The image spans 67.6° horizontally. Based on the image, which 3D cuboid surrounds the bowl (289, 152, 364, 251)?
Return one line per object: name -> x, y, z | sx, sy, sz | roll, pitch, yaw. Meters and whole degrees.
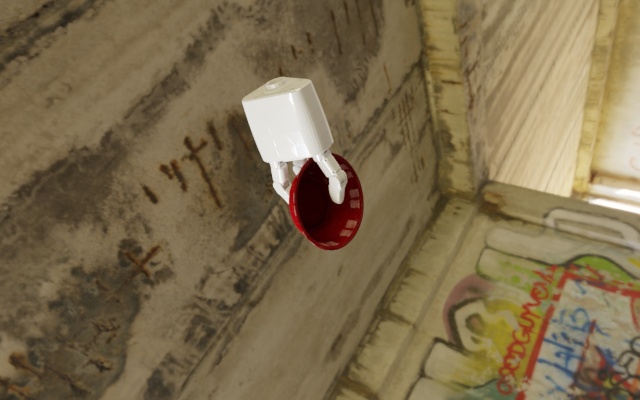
bowl -> 0.000, 0.004, 0.799 | 0.162, 0.162, 0.055 | 0, -4, -44
